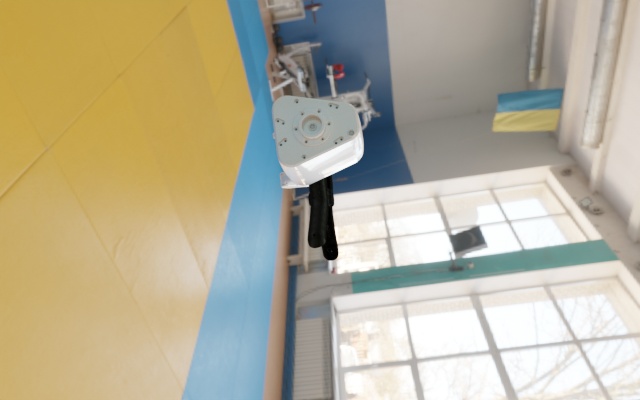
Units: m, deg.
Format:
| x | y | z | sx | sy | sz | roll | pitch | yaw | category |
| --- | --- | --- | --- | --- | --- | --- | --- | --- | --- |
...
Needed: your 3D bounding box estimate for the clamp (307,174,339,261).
| x | y | z | sx | sy | sz | roll | pitch | yaw | category |
| --- | --- | --- | --- | --- | --- | --- | --- | --- | --- |
| 0.001 | 0.002 | 0.702 | 0.039 | 0.171 | 0.120 | -8 | -9 | 5 | clamp |
